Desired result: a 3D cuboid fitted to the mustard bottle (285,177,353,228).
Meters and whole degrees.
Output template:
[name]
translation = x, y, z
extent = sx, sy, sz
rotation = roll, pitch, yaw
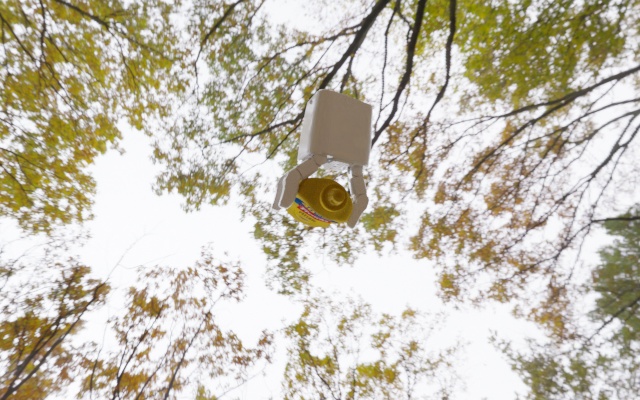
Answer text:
[mustard bottle]
translation = 0.000, 0.003, 0.762
extent = 0.096, 0.058, 0.191
rotation = 33, -14, -11
